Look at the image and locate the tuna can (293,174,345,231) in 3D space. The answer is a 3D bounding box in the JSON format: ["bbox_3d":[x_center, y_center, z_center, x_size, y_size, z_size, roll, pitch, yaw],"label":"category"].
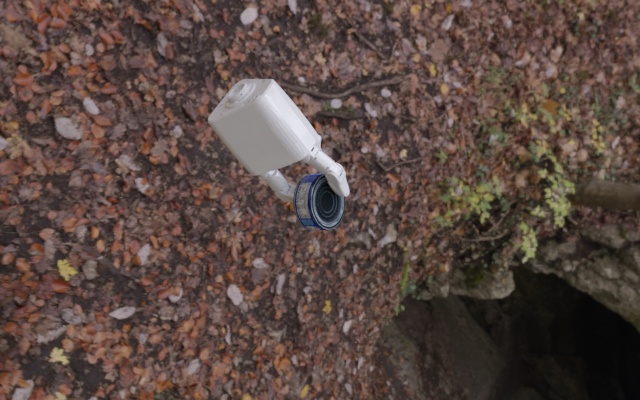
[{"bbox_3d":[0.001,0.002,0.713,0.034,0.086,0.086,-2,-1,39],"label":"tuna can"}]
